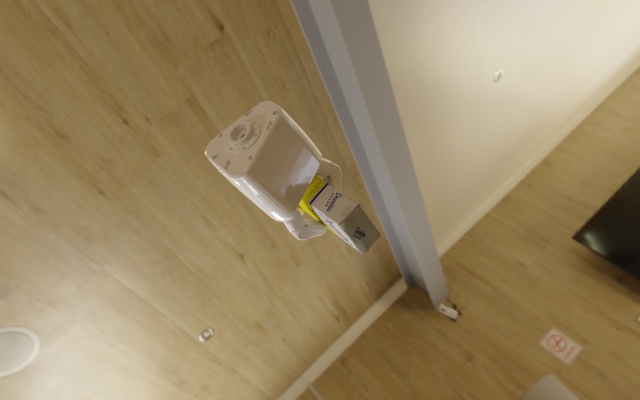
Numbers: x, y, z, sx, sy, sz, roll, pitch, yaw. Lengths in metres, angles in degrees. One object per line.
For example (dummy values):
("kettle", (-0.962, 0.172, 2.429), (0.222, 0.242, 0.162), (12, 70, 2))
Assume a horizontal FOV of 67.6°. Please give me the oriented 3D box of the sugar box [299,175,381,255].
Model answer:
("sugar box", (0.000, 0.003, 0.693), (0.176, 0.048, 0.093), (38, -8, 40))
